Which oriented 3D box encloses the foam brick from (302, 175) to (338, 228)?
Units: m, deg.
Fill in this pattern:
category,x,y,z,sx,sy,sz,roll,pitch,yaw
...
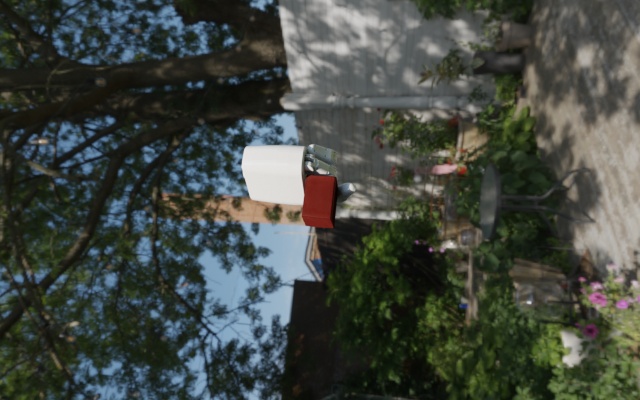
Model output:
category,x,y,z,sx,sy,sz,roll,pitch,yaw
foam brick,0.000,0.003,0.810,0.051,0.078,0.053,4,-21,7
